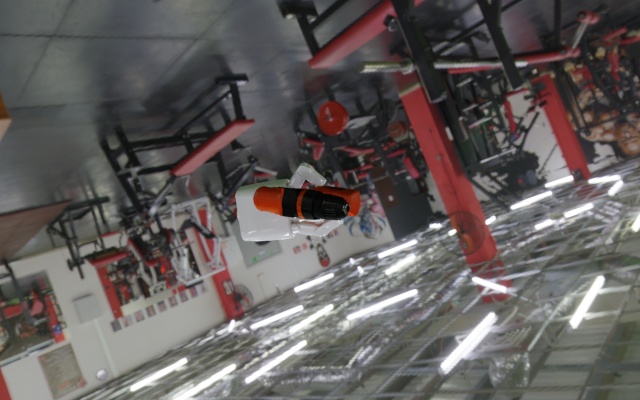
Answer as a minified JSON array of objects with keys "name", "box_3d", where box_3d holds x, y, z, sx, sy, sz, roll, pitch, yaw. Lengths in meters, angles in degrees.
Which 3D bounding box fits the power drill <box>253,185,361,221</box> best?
[{"name":"power drill","box_3d":[0.000,0.003,0.867,0.184,0.057,0.187,9,4,30]}]
